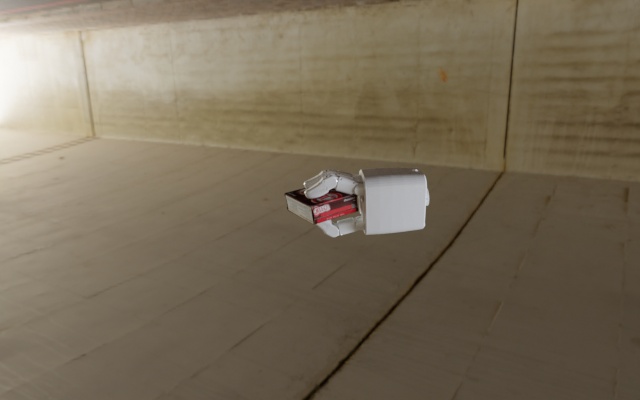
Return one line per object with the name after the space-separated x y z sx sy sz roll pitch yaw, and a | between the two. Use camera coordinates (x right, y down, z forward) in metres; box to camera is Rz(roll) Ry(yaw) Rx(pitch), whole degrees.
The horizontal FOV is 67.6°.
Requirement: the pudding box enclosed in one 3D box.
0.000 0.003 0.843 0.090 0.039 0.113 -15 17 -25 | pudding box
